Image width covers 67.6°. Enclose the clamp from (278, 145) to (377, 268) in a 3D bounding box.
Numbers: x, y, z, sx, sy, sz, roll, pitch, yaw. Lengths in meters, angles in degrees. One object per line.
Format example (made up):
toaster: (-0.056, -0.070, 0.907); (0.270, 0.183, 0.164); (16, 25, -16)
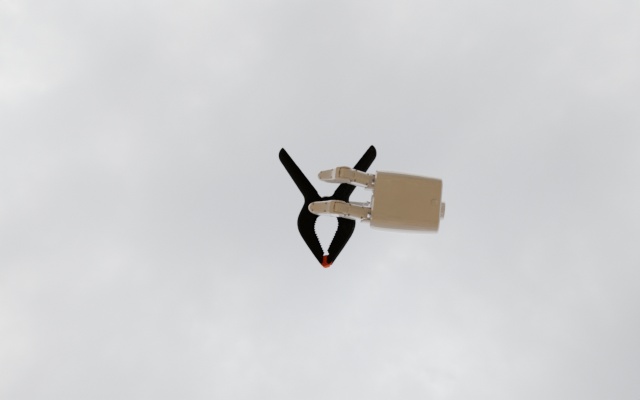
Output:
clamp: (0.000, 0.003, 0.781); (0.164, 0.210, 0.036); (6, -14, 10)
